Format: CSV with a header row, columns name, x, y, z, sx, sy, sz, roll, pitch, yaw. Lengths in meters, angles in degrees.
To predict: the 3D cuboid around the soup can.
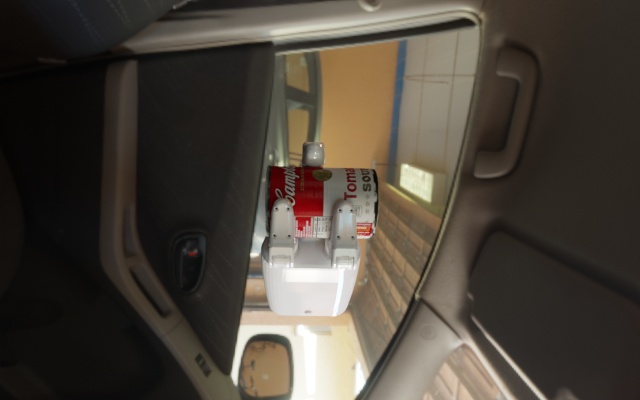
name,x,y,z,sx,sy,sz,roll,pitch,yaw
soup can,0.000,0.001,0.455,0.102,0.068,0.068,1,0,-3
